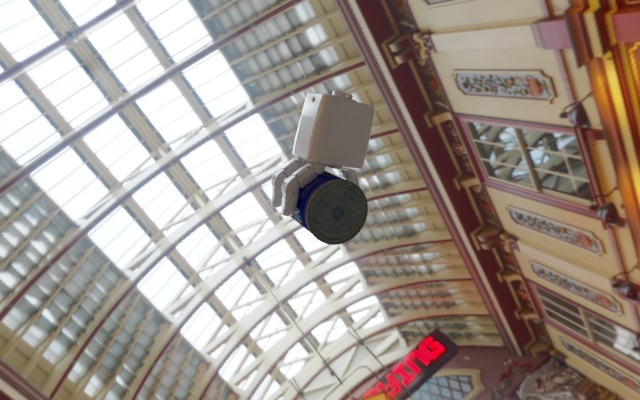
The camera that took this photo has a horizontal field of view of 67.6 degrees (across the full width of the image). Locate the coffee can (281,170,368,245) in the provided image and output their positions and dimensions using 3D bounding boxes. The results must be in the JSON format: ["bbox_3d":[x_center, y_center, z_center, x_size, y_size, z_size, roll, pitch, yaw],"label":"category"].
[{"bbox_3d":[0.000,0.003,0.785,0.103,0.103,0.140,0,14,-24],"label":"coffee can"}]
